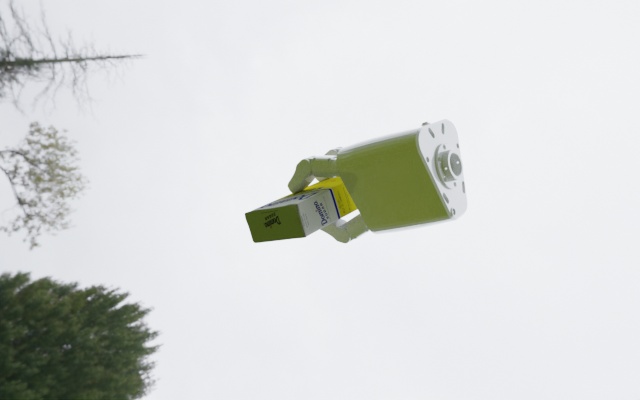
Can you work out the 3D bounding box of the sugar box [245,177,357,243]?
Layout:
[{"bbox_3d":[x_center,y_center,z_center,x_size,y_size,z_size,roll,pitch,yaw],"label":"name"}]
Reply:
[{"bbox_3d":[0.000,0.001,0.606,0.093,0.048,0.176,-10,8,42],"label":"sugar box"}]
